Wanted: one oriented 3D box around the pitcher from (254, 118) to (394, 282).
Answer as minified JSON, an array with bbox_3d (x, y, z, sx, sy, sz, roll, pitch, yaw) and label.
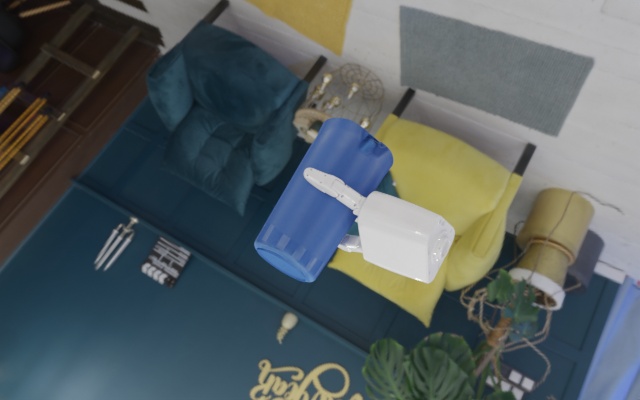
[{"bbox_3d":[0.000,0.003,0.758,0.145,0.242,0.149,21,-22,30],"label":"pitcher"}]
